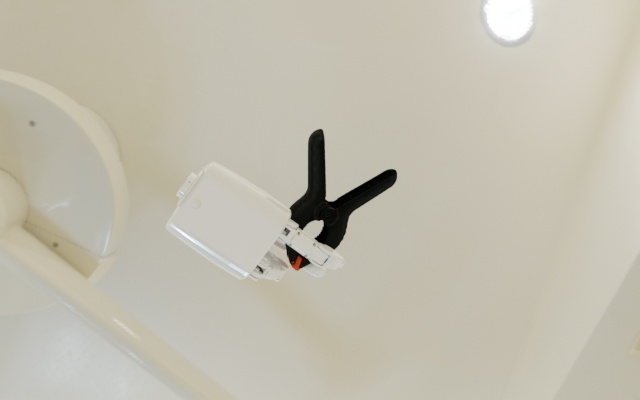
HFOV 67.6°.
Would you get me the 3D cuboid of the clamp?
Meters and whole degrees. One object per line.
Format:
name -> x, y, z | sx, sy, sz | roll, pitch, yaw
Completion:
clamp -> 0.000, 0.002, 0.575 | 0.120, 0.171, 0.039 | 36, 6, -16
